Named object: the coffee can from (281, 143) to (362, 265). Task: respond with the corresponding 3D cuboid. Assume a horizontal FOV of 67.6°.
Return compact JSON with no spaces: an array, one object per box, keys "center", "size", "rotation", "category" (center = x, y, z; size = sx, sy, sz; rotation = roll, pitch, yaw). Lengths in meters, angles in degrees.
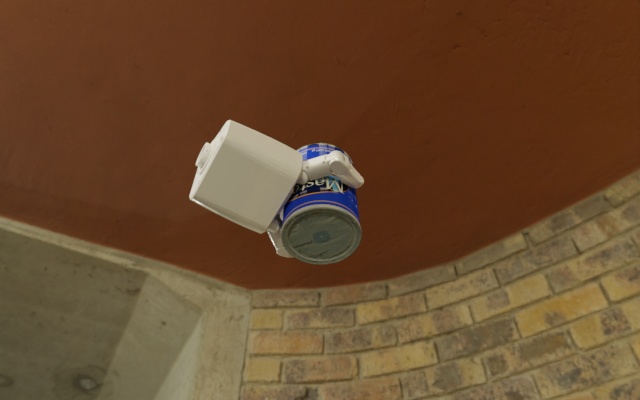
[{"center":[0.000,0.002,0.657],"size":[0.103,0.103,0.140],"rotation":[0,40,-1],"category":"coffee can"}]
